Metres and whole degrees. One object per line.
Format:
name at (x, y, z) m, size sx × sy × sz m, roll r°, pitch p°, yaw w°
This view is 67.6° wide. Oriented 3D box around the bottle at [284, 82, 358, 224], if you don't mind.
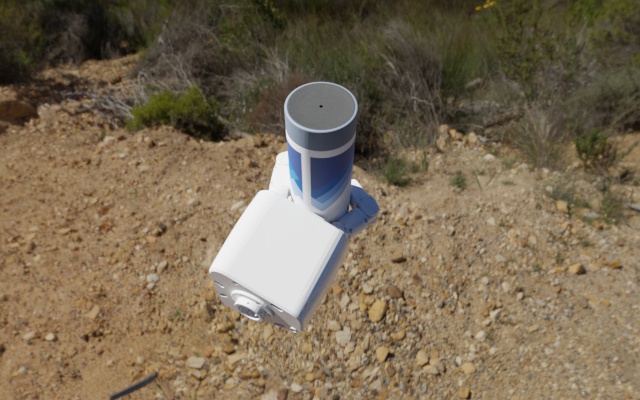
bottle at (0.000, 0.002, 0.548) m, size 0.069 × 0.069 × 0.296 m, roll 0°, pitch -36°, yaw 0°
